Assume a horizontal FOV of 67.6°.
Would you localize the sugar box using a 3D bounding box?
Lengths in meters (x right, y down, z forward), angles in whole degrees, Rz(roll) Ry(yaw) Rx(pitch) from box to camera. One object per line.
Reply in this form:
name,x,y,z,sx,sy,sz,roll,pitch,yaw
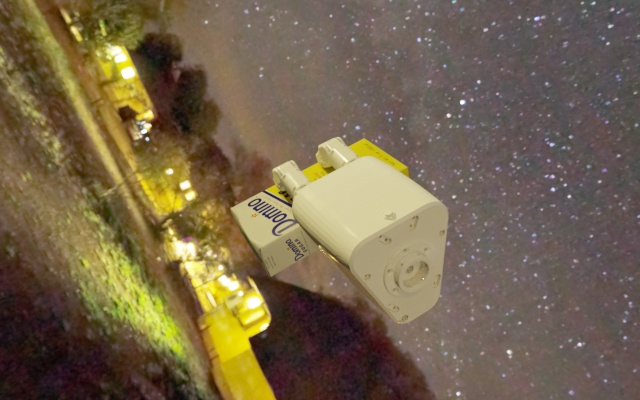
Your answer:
sugar box,0.000,0.001,0.513,0.176,0.048,0.093,-27,36,-14
